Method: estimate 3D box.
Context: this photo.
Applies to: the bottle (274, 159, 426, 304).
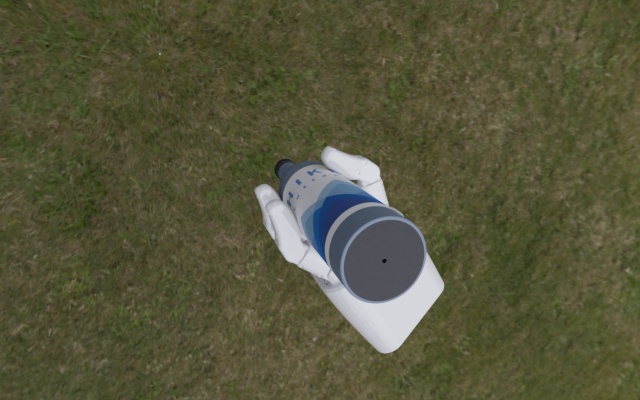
[{"bbox_3d":[0.000,0.002,0.467,0.069,0.069,0.295,0,16,-19],"label":"bottle"}]
